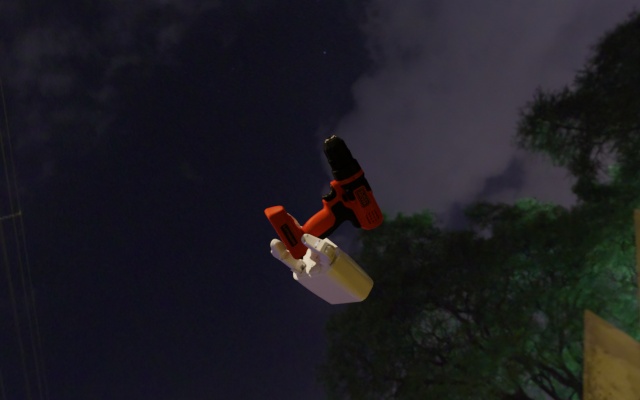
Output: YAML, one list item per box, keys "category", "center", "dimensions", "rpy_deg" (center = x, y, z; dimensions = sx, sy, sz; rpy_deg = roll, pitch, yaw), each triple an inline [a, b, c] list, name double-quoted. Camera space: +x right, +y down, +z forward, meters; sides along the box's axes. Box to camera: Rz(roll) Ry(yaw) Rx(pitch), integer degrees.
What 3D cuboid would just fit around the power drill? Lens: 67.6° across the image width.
- category: "power drill"
  center: [0.000, 0.003, 0.842]
  dimensions: [0.187, 0.184, 0.057]
  rpy_deg: [-30, 14, -5]
